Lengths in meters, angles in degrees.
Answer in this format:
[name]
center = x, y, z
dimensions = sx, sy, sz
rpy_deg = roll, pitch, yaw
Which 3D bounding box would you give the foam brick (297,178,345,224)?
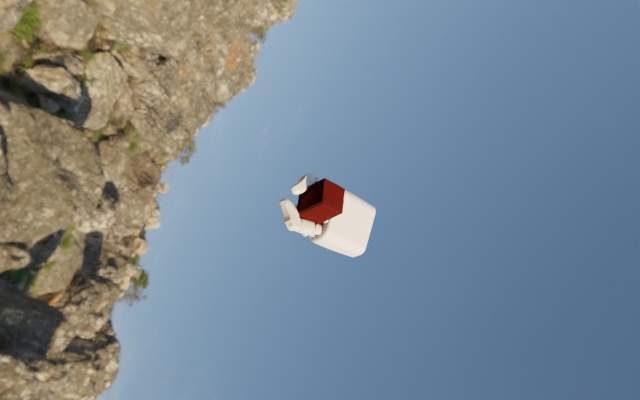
[foam brick]
center = 0.000, 0.003, 0.873
dimensions = 0.051, 0.053, 0.078
rpy_deg = 27, -34, -30
